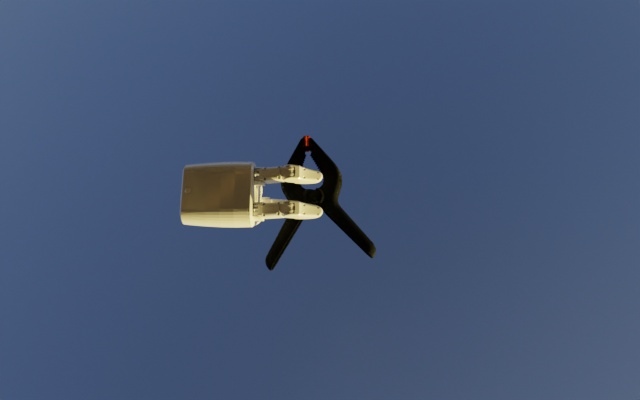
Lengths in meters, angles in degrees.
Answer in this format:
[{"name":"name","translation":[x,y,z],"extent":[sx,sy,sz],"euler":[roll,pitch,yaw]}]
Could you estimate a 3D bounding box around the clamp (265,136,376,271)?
[{"name":"clamp","translation":[0.000,0.002,0.735],"extent":[0.164,0.210,0.036],"euler":[0,-15,-2]}]
